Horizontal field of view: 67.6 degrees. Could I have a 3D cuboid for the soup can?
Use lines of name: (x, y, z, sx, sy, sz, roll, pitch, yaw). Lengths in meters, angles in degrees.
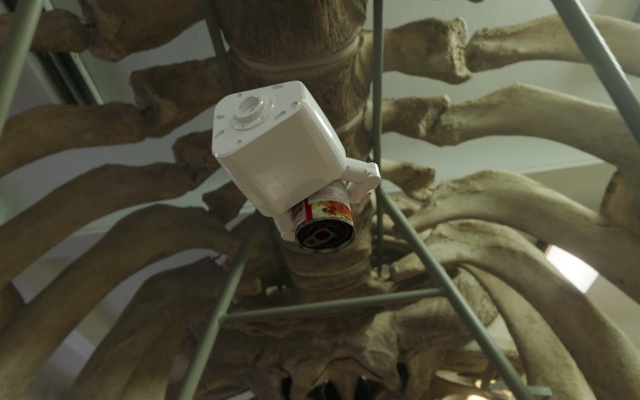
soup can: (0.000, 0.002, 0.560, 0.068, 0.102, 0.069, -5, -39, -4)
